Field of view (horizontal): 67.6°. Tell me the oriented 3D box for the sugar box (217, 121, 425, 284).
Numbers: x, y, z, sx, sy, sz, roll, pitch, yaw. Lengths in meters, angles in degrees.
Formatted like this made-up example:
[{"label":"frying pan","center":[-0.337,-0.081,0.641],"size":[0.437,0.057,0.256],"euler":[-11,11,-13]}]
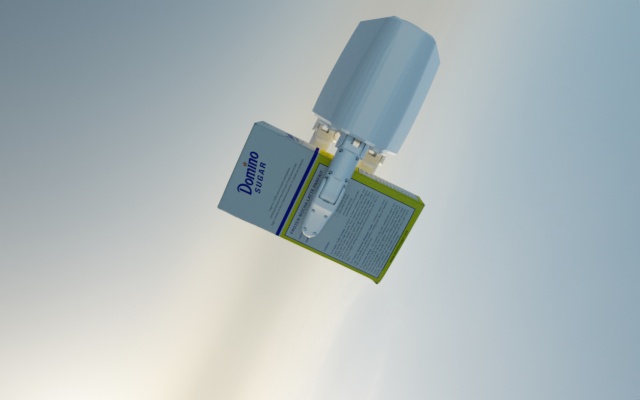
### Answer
[{"label":"sugar box","center":[0.000,0.001,0.466],"size":[0.176,0.093,0.048],"euler":[27,13,-1]}]
